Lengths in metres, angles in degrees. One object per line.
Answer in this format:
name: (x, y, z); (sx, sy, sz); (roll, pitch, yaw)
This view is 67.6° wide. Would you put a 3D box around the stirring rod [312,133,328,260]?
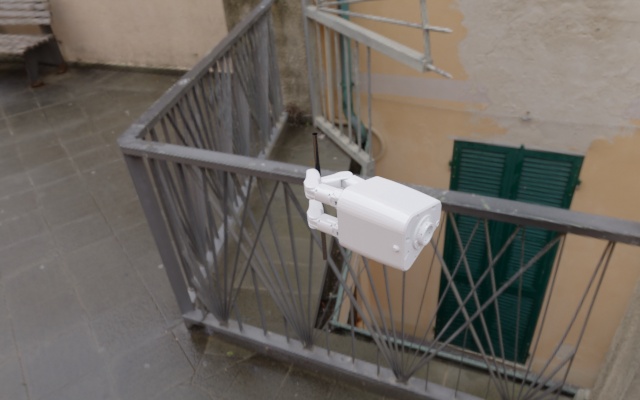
stirring rod: (0.000, 0.003, 0.754); (0.011, 0.240, 0.011); (-3, 35, 2)
